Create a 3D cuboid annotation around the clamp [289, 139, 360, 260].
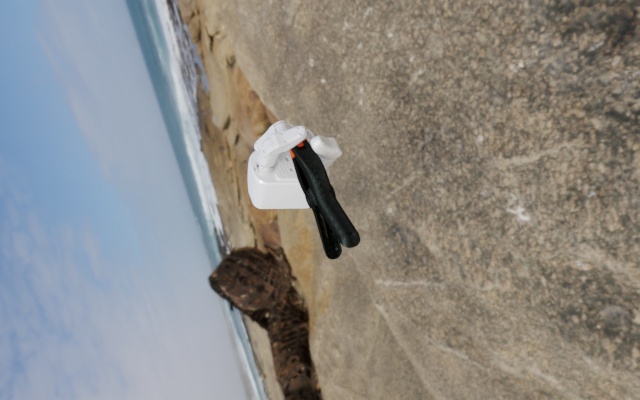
[{"bbox_3d":[0.000,0.002,0.649,0.039,0.171,0.120,-16,-20,-20],"label":"clamp"}]
